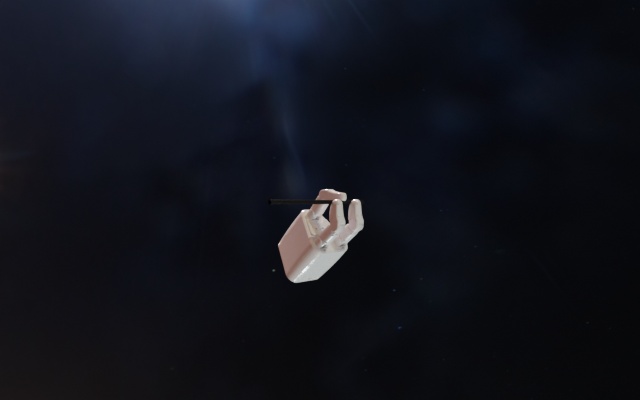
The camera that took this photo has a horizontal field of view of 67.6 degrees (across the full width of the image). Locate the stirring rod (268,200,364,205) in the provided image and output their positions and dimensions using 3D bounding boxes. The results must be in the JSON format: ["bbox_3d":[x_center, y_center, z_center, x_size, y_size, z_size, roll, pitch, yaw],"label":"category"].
[{"bbox_3d":[0.000,0.003,0.866,0.011,0.011,0.239,0,0,44],"label":"stirring rod"}]
